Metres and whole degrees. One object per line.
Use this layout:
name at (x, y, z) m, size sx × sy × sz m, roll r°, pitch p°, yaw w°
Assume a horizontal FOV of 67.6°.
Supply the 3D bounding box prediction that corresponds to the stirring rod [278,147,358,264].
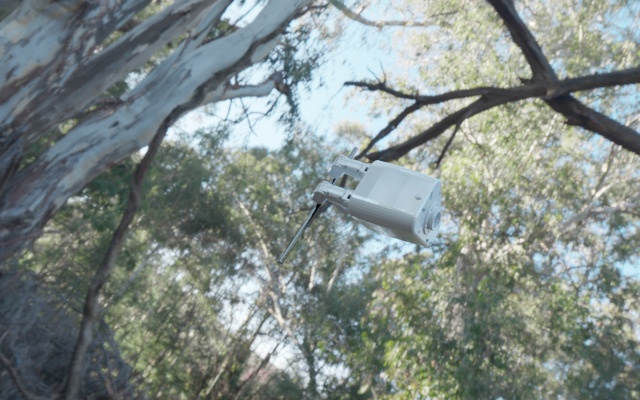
stirring rod at (0.000, 0.003, 0.776) m, size 0.011 × 0.239 × 0.011 m, roll 28°, pitch -23°, yaw 13°
